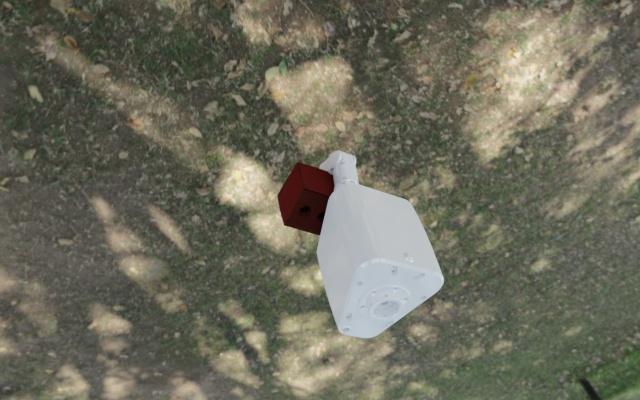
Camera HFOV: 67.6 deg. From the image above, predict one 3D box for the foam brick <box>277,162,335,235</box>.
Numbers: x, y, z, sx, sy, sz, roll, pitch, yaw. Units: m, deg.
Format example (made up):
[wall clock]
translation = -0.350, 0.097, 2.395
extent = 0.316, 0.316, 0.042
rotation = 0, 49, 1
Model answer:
[foam brick]
translation = 0.000, 0.002, 0.525
extent = 0.078, 0.053, 0.051
rotation = 16, 34, -23
